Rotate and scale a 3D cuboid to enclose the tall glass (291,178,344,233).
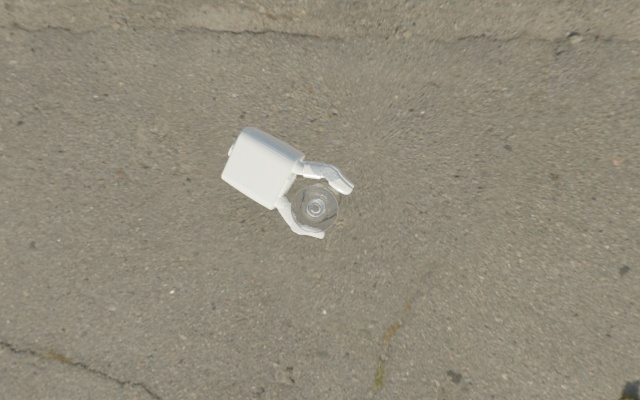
[{"bbox_3d":[0.000,0.003,0.833,0.079,0.079,0.201,0,6,6],"label":"tall glass"}]
